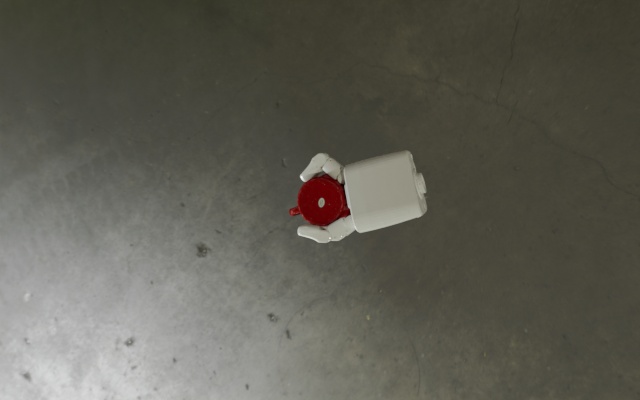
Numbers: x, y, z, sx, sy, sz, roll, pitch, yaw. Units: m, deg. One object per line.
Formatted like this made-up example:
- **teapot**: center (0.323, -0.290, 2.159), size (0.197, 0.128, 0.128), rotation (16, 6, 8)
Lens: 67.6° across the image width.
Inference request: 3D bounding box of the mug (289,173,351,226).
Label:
- **mug**: center (-0.001, 0.003, 0.811), size (0.117, 0.093, 0.081), rotation (-16, -1, 19)
